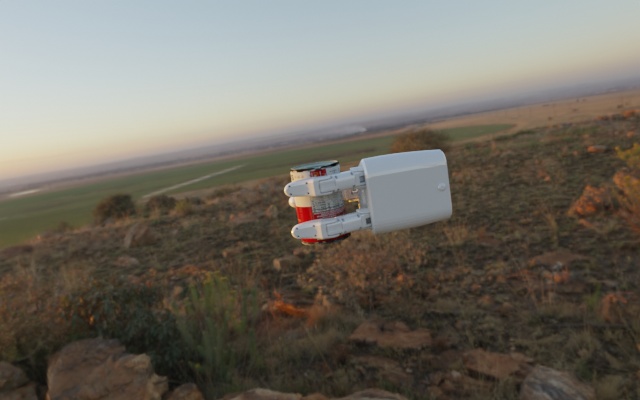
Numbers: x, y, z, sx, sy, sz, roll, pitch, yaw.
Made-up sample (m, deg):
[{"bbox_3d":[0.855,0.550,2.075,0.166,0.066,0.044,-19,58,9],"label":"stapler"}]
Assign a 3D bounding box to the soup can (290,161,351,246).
[{"bbox_3d":[0.000,0.002,0.641,0.068,0.102,0.068,-9,10,2],"label":"soup can"}]
